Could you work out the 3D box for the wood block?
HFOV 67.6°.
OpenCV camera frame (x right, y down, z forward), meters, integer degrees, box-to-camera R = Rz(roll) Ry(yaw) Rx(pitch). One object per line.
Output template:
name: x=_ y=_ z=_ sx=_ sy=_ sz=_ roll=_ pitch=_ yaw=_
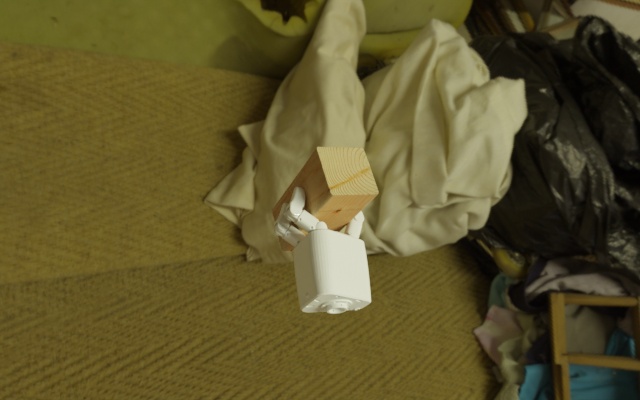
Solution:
wood block: x=0.001 y=0.003 z=0.821 sx=0.091 sy=0.090 sz=0.206 roll=-2 pitch=-28 yaw=-30
